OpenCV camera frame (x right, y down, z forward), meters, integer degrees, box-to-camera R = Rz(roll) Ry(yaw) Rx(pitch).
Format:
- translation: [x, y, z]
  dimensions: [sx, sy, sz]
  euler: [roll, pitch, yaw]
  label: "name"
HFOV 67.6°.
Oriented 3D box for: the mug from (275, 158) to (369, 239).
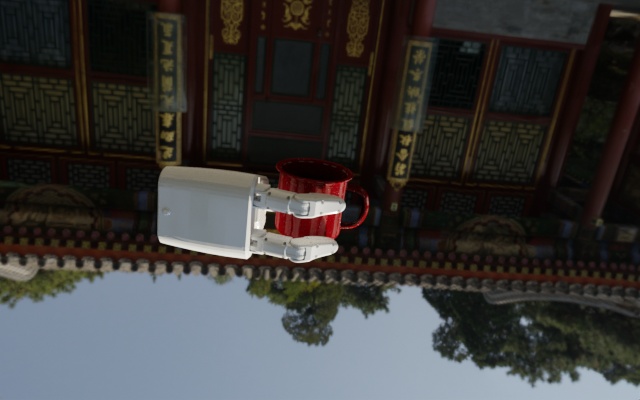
- translation: [0.002, 0.002, 0.582]
  dimensions: [0.117, 0.081, 0.093]
  euler: [9, 20, 4]
  label: "mug"
